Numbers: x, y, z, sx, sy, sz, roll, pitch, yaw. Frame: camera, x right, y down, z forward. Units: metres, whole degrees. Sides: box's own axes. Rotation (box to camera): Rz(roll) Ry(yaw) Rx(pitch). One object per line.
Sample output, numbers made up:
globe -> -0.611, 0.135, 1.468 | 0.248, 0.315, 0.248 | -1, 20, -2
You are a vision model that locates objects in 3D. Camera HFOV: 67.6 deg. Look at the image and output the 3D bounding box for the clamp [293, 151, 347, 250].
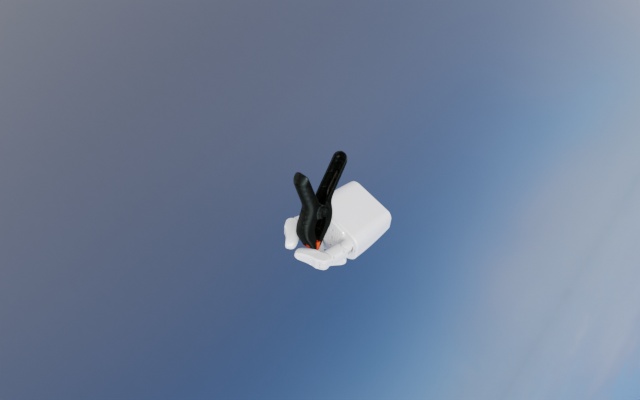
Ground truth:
clamp -> 0.001, 0.003, 0.770 | 0.039, 0.172, 0.120 | 33, 48, 30
